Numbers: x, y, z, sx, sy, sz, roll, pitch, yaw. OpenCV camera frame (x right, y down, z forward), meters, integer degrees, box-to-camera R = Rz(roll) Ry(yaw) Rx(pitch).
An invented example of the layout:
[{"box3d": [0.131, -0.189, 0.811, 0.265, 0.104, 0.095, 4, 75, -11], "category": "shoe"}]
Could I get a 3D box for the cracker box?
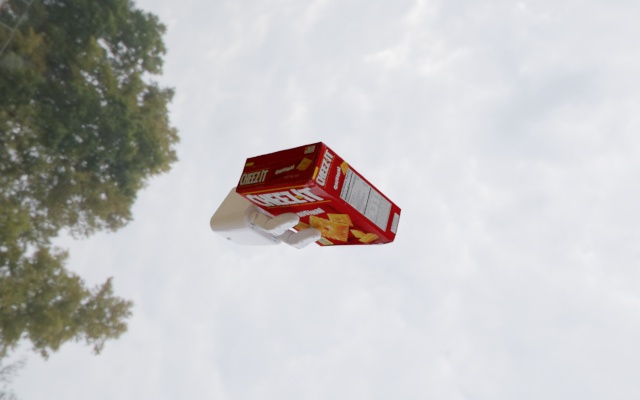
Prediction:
[{"box3d": [0.000, 0.002, 0.755, 0.164, 0.072, 0.214, -7, -31, 42], "category": "cracker box"}]
